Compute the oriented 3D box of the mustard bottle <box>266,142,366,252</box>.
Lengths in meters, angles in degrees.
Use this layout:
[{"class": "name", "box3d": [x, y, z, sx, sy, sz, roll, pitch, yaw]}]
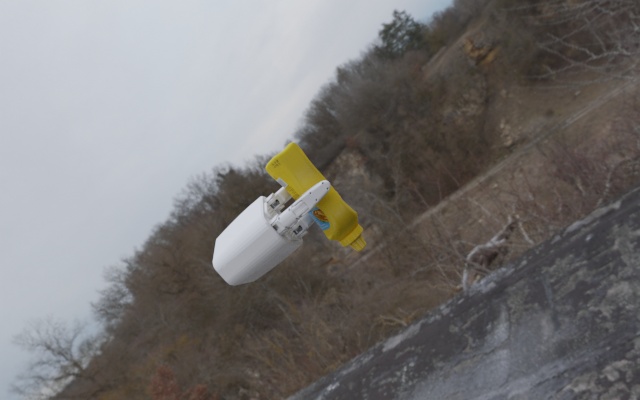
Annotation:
[{"class": "mustard bottle", "box3d": [0.000, 0.002, 0.724, 0.058, 0.191, 0.096, -43, 4, -15]}]
